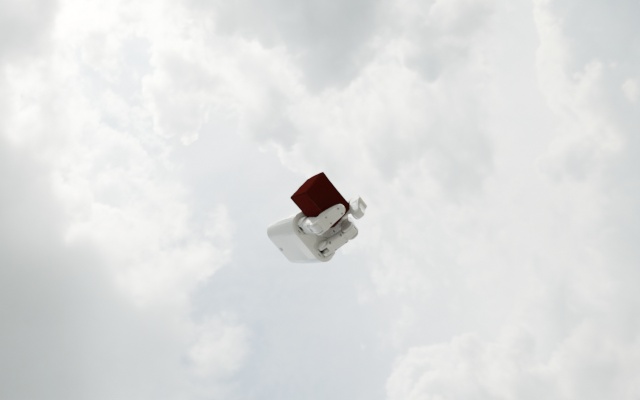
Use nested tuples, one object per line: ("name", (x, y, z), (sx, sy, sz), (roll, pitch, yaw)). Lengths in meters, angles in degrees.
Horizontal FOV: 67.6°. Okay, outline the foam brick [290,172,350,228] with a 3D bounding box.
("foam brick", (0.000, 0.002, 0.777), (0.053, 0.078, 0.051), (-48, 18, -30))
